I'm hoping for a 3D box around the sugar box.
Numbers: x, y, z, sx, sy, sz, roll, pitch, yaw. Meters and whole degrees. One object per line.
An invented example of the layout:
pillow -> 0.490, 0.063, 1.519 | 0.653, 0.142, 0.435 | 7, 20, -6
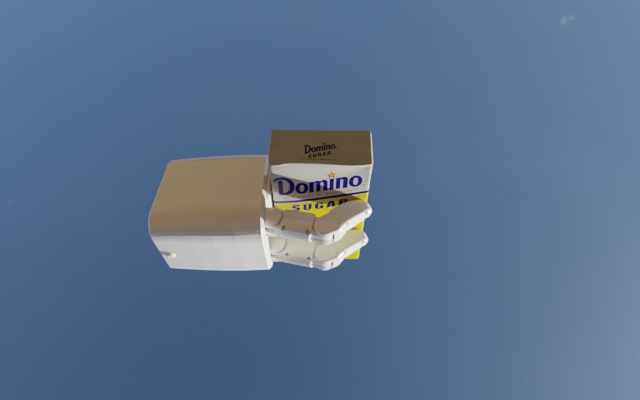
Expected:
sugar box -> 0.000, 0.002, 0.490 | 0.093, 0.048, 0.176 | 0, -32, 1
